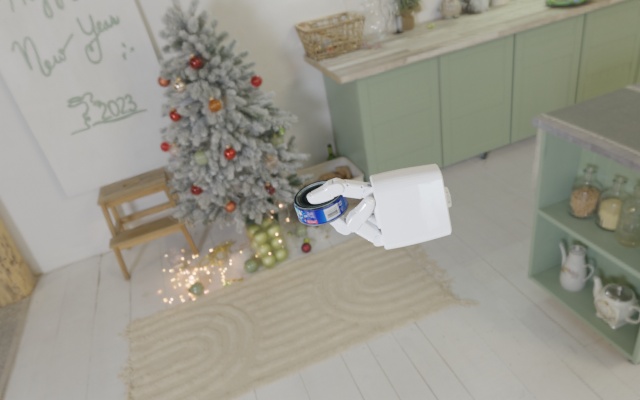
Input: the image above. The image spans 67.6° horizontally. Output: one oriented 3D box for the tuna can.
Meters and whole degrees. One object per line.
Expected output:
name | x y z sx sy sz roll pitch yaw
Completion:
tuna can | 0.000 0.002 0.775 0.086 0.034 0.086 -13 32 8
